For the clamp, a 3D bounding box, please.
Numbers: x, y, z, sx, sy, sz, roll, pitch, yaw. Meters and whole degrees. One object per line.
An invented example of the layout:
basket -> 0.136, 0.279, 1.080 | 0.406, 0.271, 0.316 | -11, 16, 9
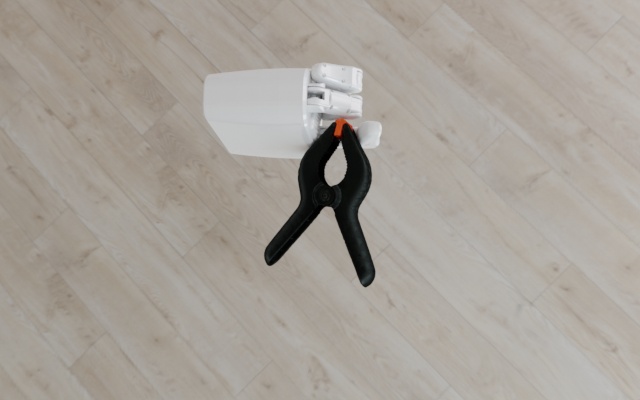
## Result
clamp -> 0.000, 0.001, 0.500 | 0.120, 0.171, 0.039 | 1, -7, 11
